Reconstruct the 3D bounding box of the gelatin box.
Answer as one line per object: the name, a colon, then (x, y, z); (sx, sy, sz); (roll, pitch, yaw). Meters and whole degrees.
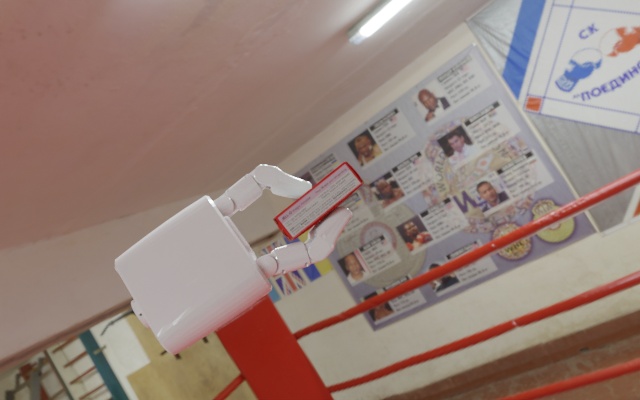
gelatin box: (0.000, 0.001, 0.472); (0.089, 0.030, 0.073); (-40, -2, 2)
